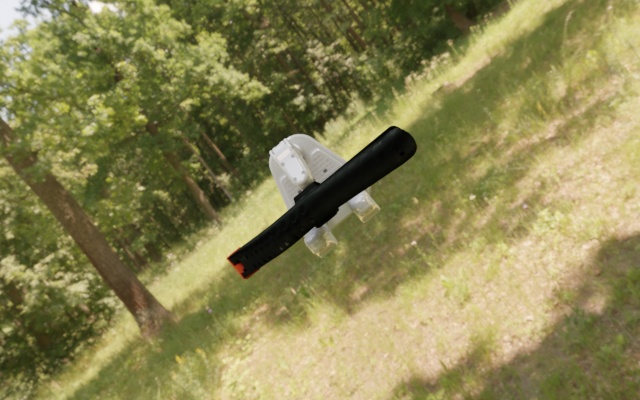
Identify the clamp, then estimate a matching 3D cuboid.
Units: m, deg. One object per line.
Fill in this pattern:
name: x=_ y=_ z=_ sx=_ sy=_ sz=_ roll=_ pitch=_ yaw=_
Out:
clamp: x=-0.001 y=0.001 z=0.423 sx=0.210 sy=0.036 sz=0.164 roll=-39 pitch=2 yaw=5
